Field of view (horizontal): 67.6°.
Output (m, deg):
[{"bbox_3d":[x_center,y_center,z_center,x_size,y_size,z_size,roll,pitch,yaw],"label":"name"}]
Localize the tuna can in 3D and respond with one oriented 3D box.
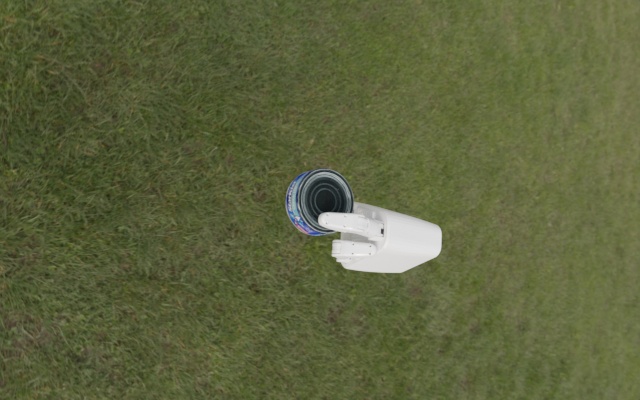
[{"bbox_3d":[0.000,0.002,0.615,0.086,0.086,0.034,0,-5,-30],"label":"tuna can"}]
